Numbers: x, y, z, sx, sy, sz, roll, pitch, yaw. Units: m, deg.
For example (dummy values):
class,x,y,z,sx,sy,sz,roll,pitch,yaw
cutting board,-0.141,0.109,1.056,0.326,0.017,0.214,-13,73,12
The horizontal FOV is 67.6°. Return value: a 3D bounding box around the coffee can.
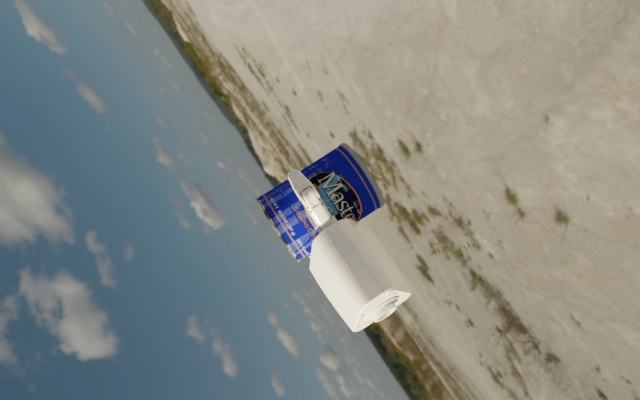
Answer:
class,x,y,z,sx,sy,sz,roll,pitch,yaw
coffee can,0.000,0.002,0.646,0.140,0.103,0.103,-33,2,-4
